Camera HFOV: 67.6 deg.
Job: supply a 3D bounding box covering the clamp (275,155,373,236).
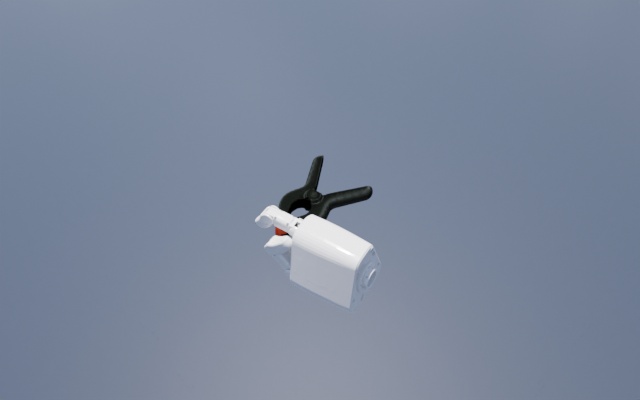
[{"bbox_3d":[0.000,0.002,0.760,0.120,0.171,0.039,24,-34,25],"label":"clamp"}]
